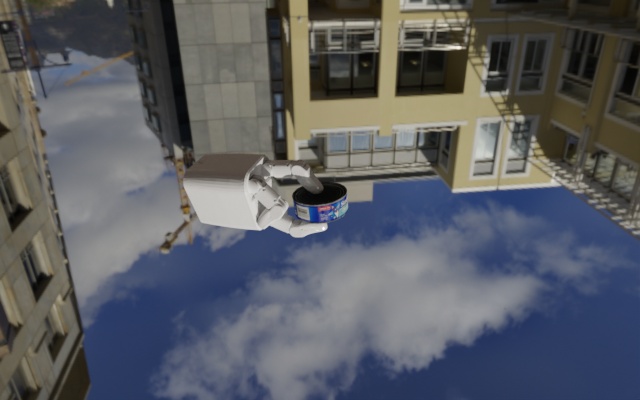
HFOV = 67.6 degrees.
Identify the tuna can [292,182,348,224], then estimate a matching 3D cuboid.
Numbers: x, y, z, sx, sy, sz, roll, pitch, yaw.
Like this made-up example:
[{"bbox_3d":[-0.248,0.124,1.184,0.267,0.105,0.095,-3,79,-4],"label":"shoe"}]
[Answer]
[{"bbox_3d":[0.000,0.003,0.744,0.086,0.034,0.086,-5,25,3],"label":"tuna can"}]
